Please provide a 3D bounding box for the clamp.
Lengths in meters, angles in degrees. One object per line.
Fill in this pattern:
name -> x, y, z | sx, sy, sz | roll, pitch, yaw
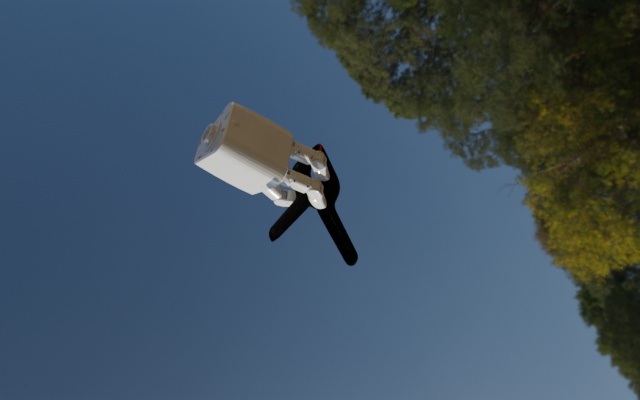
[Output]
clamp -> -0.001, 0.002, 0.786 | 0.164, 0.209, 0.036 | 28, -40, -29
